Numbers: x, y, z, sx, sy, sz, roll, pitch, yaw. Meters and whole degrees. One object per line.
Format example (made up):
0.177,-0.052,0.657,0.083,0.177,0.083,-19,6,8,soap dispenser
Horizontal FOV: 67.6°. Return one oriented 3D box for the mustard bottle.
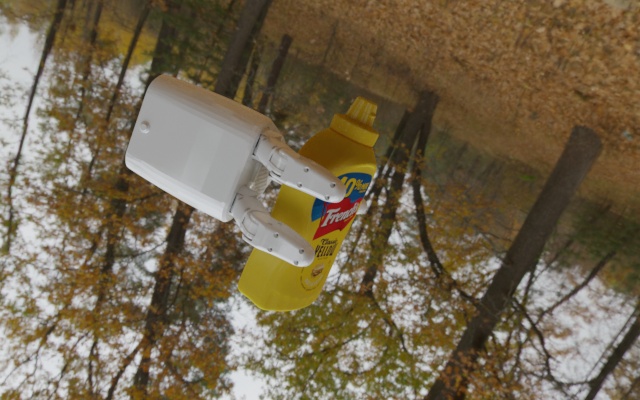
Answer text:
0.000,0.002,0.417,0.058,0.192,0.096,33,16,30,mustard bottle
